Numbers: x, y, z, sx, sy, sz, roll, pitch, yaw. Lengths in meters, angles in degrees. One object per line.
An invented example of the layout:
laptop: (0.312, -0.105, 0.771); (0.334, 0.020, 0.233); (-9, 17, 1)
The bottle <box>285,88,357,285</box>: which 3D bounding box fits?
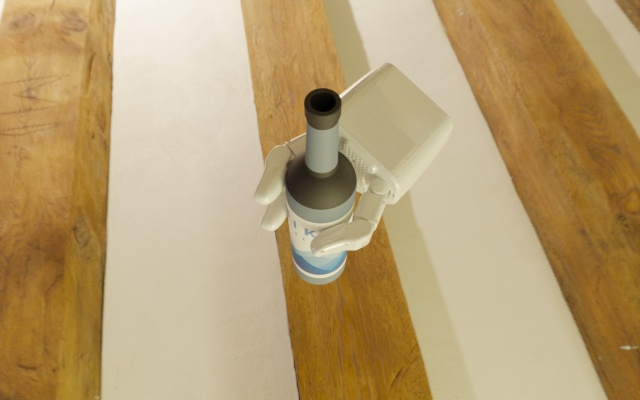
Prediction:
bottle: (0.000, 0.002, 0.471); (0.069, 0.069, 0.296); (0, -30, -1)
